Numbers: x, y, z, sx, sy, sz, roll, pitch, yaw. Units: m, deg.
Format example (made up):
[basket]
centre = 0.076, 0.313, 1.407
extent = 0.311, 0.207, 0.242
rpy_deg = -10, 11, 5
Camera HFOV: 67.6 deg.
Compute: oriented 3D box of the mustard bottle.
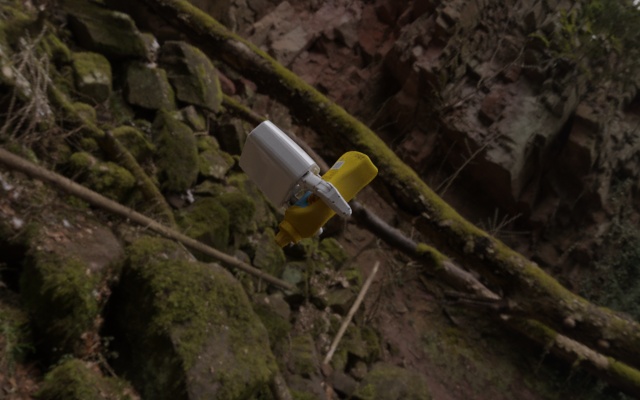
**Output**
[mustard bottle]
centre = 0.001, 0.003, 0.760
extent = 0.191, 0.058, 0.096
rpy_deg = -43, 18, -15
